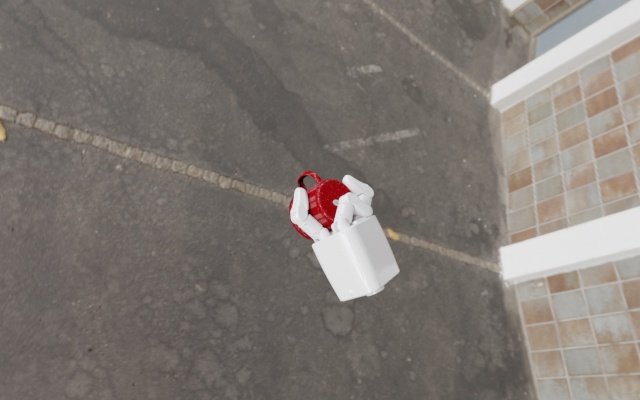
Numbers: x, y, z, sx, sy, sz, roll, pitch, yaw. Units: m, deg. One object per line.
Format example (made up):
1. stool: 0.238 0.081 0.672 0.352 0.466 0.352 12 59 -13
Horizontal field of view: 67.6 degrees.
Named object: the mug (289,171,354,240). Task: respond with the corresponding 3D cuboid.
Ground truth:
1. mug: 0.000 0.001 0.820 0.093 0.117 0.081 -24 -3 -40
